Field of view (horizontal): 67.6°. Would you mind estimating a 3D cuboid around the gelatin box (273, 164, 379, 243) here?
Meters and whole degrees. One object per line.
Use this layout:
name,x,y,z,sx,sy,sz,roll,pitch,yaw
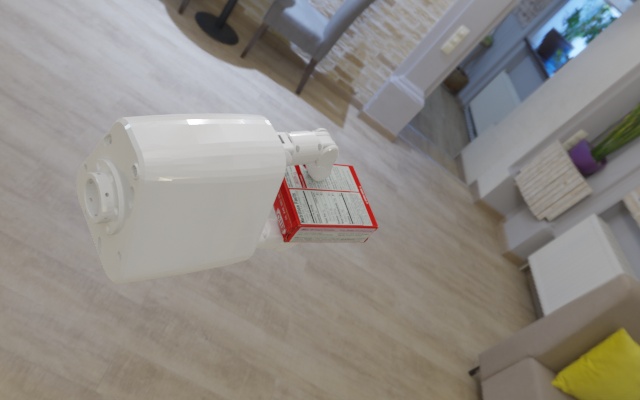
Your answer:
gelatin box,0.001,0.001,0.432,0.089,0.073,0.030,2,-37,-33
